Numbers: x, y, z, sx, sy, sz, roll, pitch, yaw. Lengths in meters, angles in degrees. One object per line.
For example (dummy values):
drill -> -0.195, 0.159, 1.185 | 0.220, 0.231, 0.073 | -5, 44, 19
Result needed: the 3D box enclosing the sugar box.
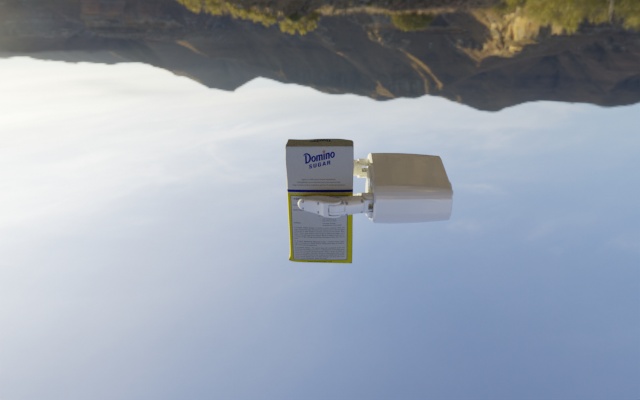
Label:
sugar box -> 0.000, 0.002, 0.672 | 0.093, 0.176, 0.048 | 1, 20, 2
